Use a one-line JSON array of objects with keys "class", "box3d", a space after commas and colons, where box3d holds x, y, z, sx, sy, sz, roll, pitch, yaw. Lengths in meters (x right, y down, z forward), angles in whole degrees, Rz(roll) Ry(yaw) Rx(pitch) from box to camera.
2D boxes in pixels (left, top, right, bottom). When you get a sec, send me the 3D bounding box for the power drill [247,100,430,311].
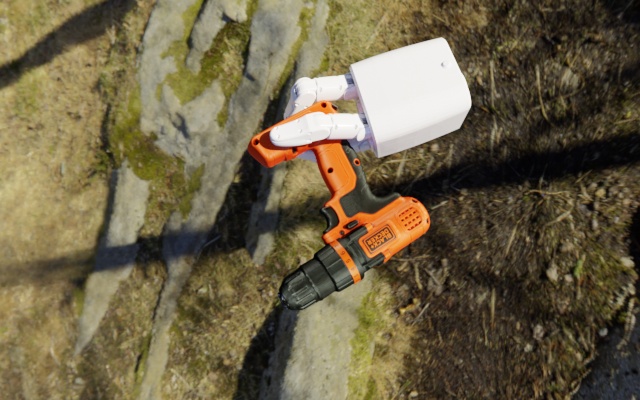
[{"class": "power drill", "box3d": [0.000, 0.001, 0.518, 0.184, 0.187, 0.057, -31, -4, -13]}]
